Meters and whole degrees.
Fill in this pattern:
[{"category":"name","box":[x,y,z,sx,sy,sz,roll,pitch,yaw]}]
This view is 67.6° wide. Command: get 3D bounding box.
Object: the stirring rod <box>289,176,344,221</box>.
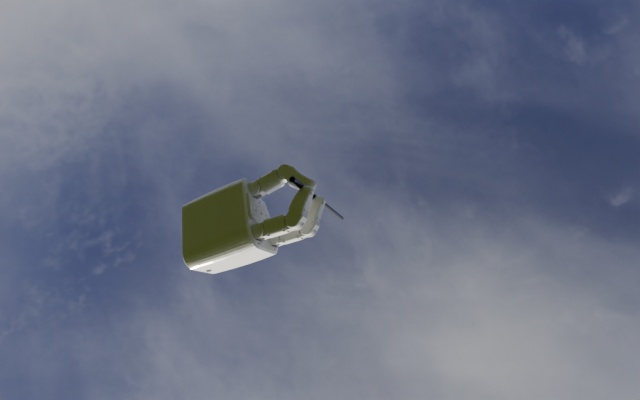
[{"category":"stirring rod","box":[0.000,0.002,0.710,0.011,0.011,0.239,0,-14,18]}]
